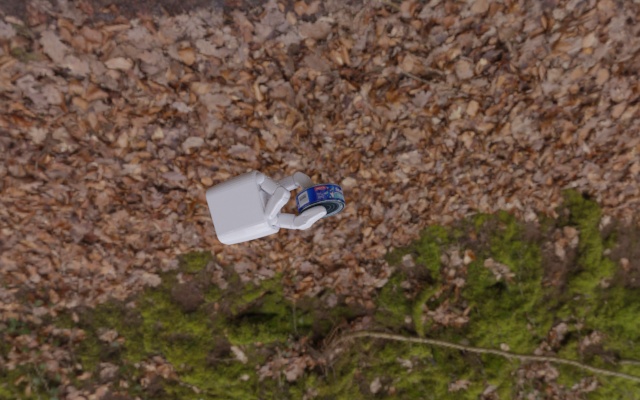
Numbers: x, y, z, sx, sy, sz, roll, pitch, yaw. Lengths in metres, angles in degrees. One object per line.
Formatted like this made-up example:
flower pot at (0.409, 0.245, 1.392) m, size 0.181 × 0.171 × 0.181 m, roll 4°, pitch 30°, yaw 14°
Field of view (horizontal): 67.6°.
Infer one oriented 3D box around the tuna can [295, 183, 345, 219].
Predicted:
tuna can at (0.000, 0.003, 0.852) m, size 0.086 × 0.033 × 0.086 m, roll -11°, pitch -22°, yaw -5°
